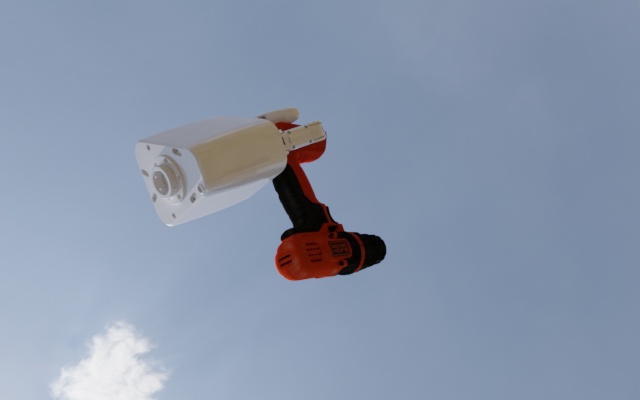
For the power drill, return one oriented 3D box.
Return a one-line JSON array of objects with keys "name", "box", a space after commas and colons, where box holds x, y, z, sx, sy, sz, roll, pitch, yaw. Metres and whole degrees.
[{"name": "power drill", "box": [0.000, 0.002, 0.582, 0.057, 0.187, 0.184, -32, -19, 33]}]
